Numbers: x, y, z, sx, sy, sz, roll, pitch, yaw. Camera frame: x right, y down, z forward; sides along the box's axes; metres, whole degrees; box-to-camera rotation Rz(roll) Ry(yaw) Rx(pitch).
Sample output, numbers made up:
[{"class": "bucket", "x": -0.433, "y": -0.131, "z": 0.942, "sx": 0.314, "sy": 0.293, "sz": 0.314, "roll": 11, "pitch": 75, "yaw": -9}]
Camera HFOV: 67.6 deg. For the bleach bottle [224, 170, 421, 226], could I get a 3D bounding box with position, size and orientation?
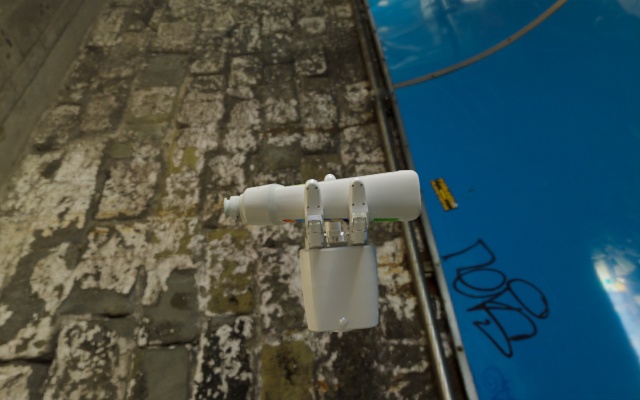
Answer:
[{"class": "bleach bottle", "x": 0.000, "y": 0.002, "z": 0.640, "sx": 0.251, "sy": 0.068, "sz": 0.102, "roll": -4, "pitch": -3, "yaw": -1}]
